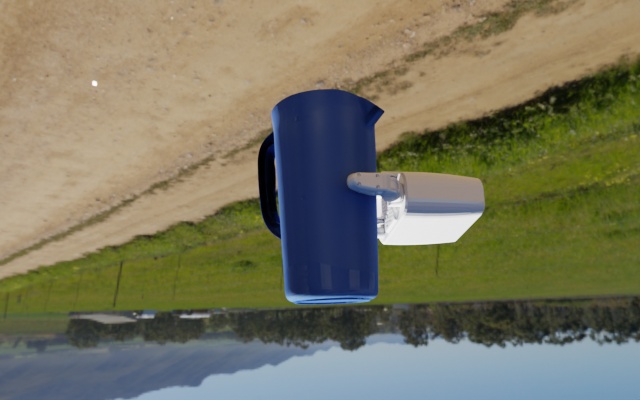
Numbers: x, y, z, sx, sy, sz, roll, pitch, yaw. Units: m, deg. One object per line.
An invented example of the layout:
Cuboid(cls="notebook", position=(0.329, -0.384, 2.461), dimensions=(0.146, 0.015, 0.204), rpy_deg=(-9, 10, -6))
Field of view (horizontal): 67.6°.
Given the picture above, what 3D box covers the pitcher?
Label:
Cuboid(cls="pitcher", position=(0.000, 0.002, 0.586), dimensions=(0.145, 0.242, 0.149), rpy_deg=(1, -15, -11))
